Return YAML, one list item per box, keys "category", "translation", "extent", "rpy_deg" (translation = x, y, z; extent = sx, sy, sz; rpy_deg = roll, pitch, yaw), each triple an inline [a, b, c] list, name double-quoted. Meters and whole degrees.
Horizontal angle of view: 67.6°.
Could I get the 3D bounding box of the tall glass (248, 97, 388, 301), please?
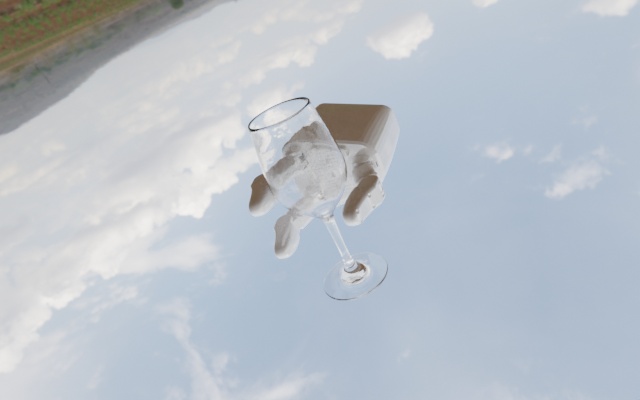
- category: "tall glass"
  translation: [0.000, 0.002, 0.474]
  extent: [0.079, 0.201, 0.079]
  rpy_deg: [-20, 27, 11]
